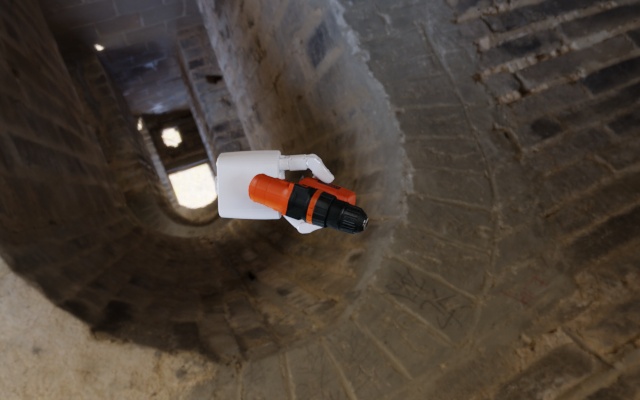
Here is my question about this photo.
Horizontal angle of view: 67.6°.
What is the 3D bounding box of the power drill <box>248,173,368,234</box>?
[{"bbox_3d":[0.000,0.002,0.757,0.184,0.057,0.187,20,6,14],"label":"power drill"}]
